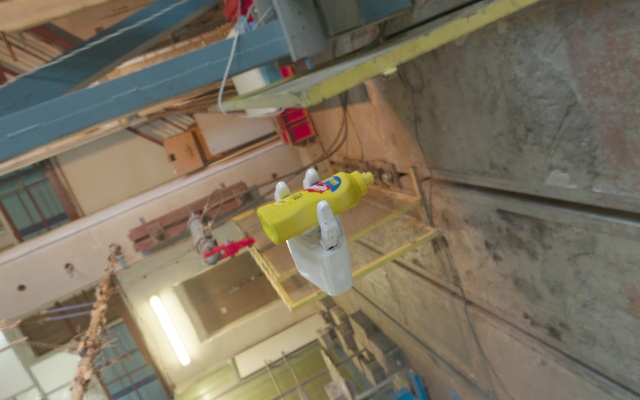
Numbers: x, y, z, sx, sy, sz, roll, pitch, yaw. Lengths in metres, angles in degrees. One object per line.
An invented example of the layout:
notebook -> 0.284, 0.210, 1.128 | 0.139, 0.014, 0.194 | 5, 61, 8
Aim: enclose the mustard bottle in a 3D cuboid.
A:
mustard bottle -> 0.000, 0.002, 0.755 | 0.191, 0.058, 0.096 | -25, 15, -14
